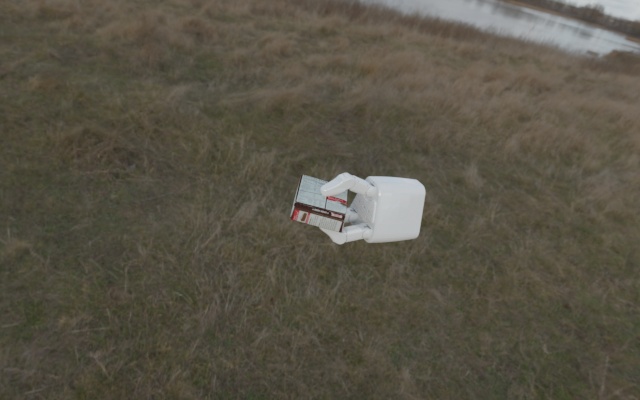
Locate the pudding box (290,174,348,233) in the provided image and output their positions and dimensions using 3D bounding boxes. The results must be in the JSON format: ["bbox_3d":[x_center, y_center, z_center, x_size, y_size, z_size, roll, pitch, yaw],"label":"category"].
[{"bbox_3d":[0.000,0.003,0.818,0.090,0.039,0.113,14,26,-2],"label":"pudding box"}]
